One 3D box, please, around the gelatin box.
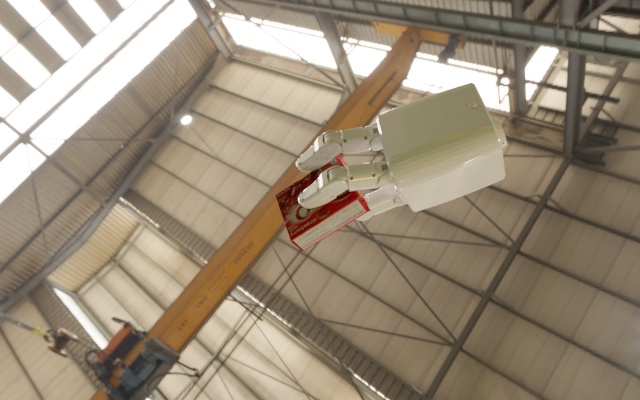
[{"bbox_3d":[0.000,0.002,0.524,0.089,0.073,0.030,-33,-44,10],"label":"gelatin box"}]
